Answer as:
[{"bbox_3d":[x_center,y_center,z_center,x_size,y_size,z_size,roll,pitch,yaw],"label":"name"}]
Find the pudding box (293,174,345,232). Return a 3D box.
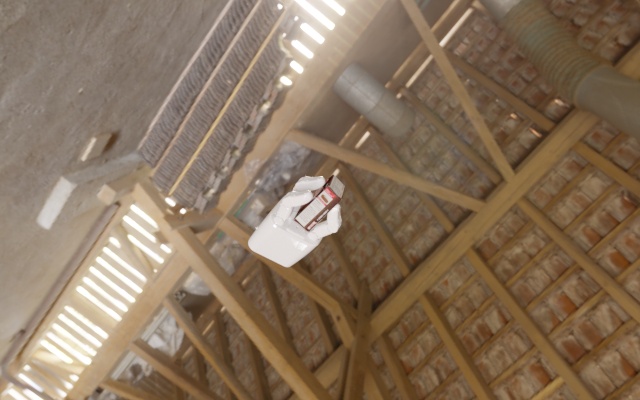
[{"bbox_3d":[0.000,0.003,0.874,0.039,0.090,0.113,43,13,-7],"label":"pudding box"}]
